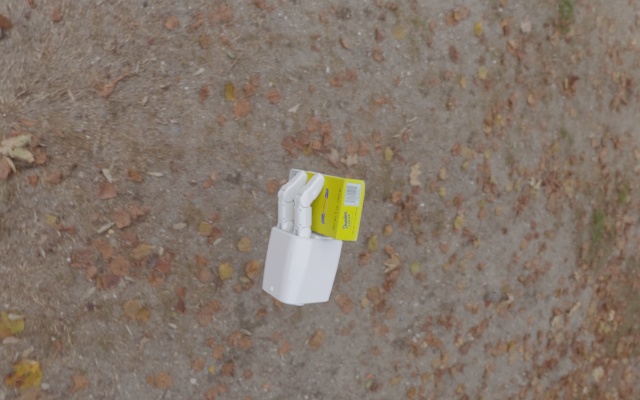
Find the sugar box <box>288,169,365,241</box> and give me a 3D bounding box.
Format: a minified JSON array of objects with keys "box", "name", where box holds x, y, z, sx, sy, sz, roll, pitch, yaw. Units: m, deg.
[{"box":[0.000,0.003,0.779,0.048,0.093,0.176,6,4,-34],"name":"sugar box"}]
